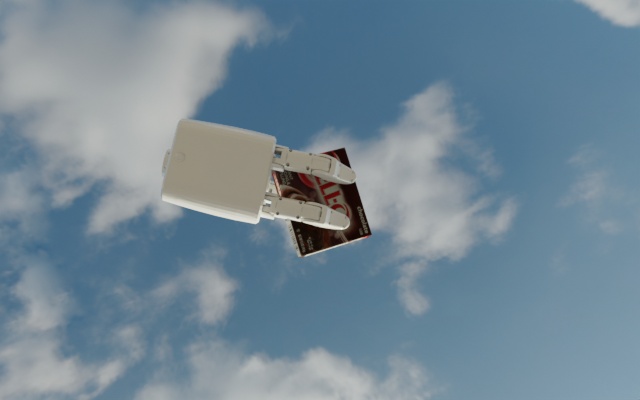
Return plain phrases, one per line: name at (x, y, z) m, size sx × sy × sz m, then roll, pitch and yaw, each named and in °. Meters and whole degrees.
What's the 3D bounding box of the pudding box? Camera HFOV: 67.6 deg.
pudding box at (0.000, 0.002, 0.566) m, size 0.090 × 0.113 × 0.039 m, roll -16°, pitch -4°, yaw -15°
